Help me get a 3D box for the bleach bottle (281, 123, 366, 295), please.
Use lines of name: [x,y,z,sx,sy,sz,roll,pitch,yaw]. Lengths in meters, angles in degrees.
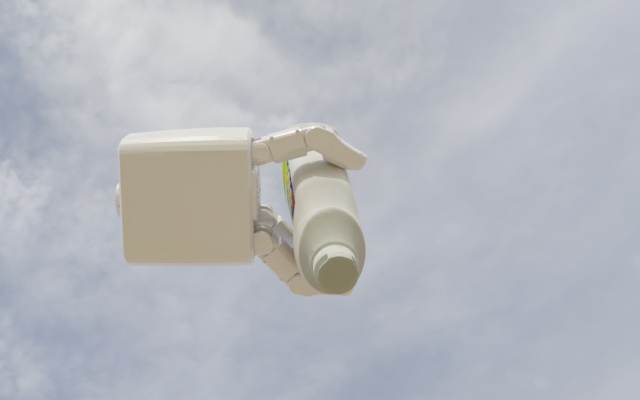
bleach bottle: [0.000,0.001,0.432,0.068,0.103,0.250,-3,19,-4]
